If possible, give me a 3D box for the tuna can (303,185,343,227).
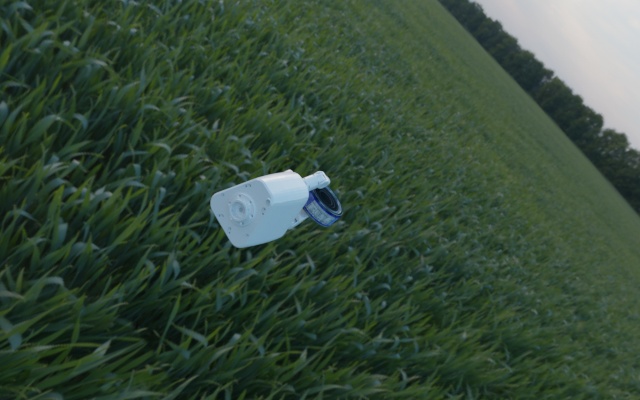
[{"bbox_3d":[0.001,0.002,0.842,0.034,0.086,0.086,-39,-17,21],"label":"tuna can"}]
